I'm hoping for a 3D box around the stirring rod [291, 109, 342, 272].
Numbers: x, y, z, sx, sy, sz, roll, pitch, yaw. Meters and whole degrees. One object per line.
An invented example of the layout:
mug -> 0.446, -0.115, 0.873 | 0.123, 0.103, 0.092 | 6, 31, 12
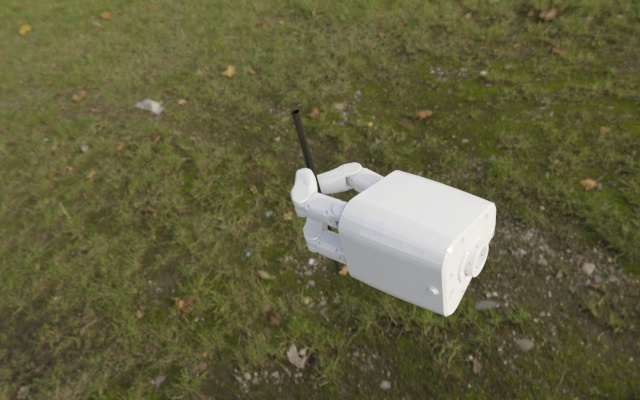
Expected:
stirring rod -> 0.000, 0.002, 0.538 | 0.011, 0.240, 0.011 | -9, 42, 8
